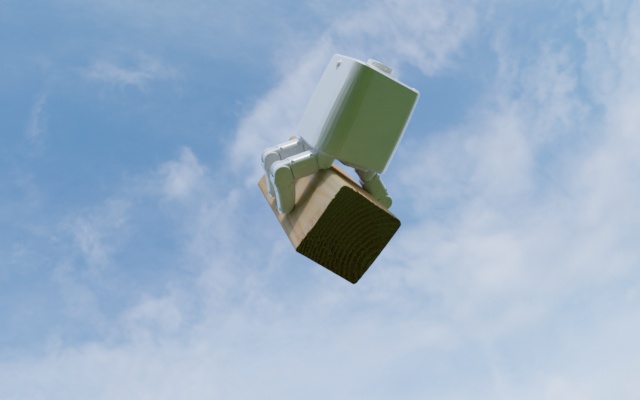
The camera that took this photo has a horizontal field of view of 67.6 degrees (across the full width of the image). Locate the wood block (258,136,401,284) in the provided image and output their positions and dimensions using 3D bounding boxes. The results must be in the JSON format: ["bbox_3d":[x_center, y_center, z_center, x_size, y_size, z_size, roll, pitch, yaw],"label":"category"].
[{"bbox_3d":[0.001,0.002,0.595,0.091,0.090,0.206,32,8,-27],"label":"wood block"}]
